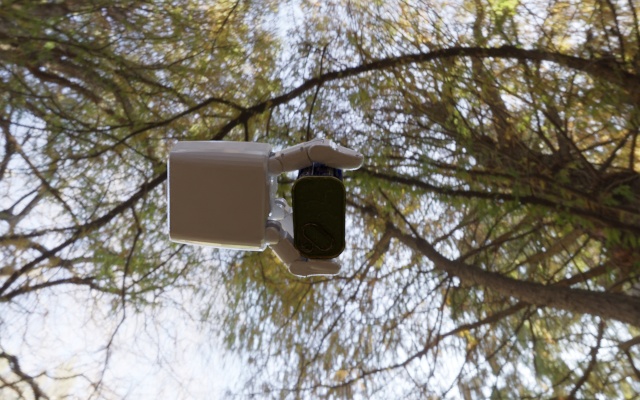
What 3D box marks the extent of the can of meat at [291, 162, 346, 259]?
[{"bbox_3d":[0.000,0.002,0.546,0.057,0.102,0.084,0,28,2],"label":"can of meat"}]
